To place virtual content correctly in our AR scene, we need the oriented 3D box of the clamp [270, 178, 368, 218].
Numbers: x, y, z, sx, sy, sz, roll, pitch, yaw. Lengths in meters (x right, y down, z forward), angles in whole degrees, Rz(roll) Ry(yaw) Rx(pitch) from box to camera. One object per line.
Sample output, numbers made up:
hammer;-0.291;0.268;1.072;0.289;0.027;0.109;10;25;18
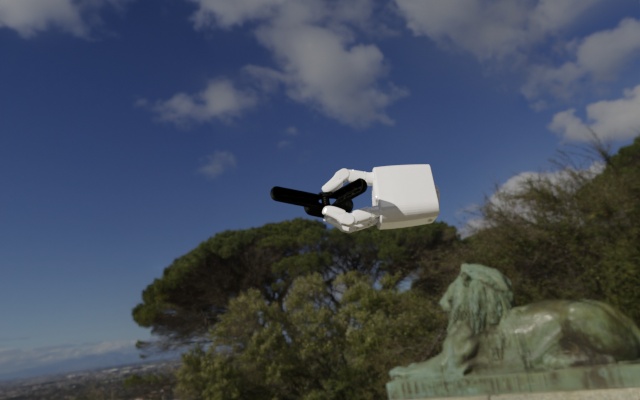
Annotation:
clamp;0.000;0.002;0.885;0.164;0.036;0.210;-2;-15;2
